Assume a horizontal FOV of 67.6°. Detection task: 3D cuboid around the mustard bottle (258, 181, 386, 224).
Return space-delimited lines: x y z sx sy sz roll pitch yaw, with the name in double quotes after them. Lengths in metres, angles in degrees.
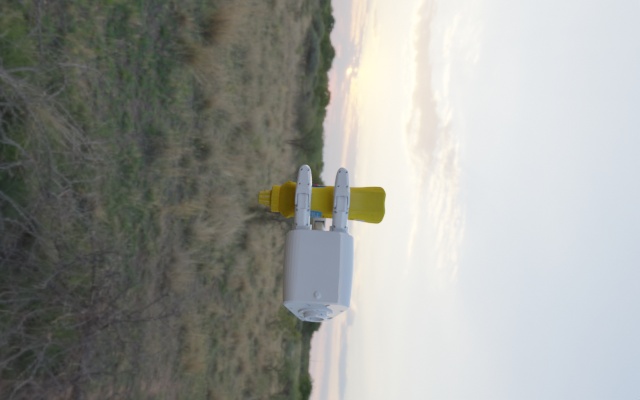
0.000 0.002 0.737 0.191 0.058 0.096 4 -3 -1 "mustard bottle"
